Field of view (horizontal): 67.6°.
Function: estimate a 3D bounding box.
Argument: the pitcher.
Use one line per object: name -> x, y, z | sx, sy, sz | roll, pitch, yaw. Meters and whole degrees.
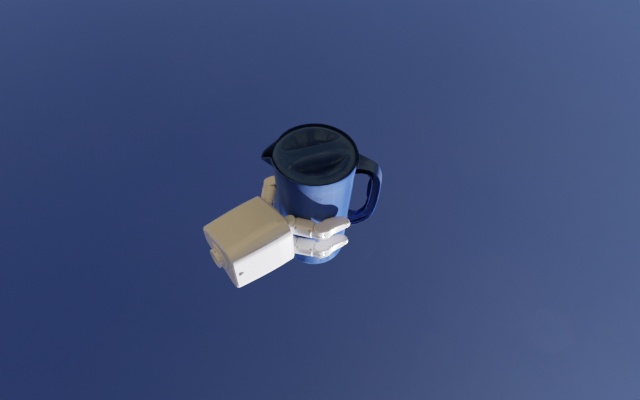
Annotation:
pitcher -> 0.000, 0.003, 0.804 | 0.145, 0.243, 0.149 | -30, 57, -23
